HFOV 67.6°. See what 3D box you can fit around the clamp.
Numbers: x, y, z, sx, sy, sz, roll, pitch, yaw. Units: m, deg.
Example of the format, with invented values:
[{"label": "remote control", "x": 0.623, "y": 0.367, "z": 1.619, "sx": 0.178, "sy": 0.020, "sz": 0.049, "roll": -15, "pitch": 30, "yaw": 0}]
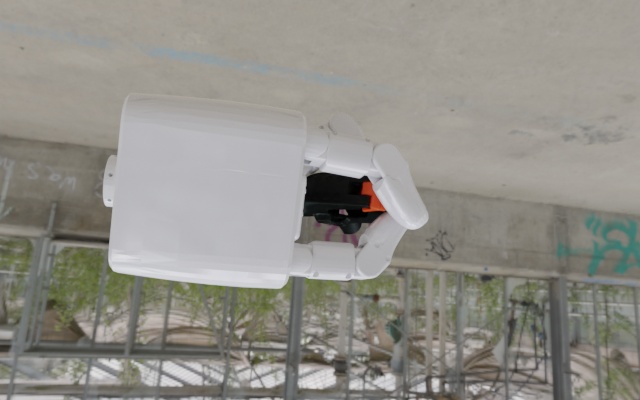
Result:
[{"label": "clamp", "x": 0.000, "y": 0.002, "z": 0.402, "sx": 0.120, "sy": 0.039, "sz": 0.171, "roll": 6, "pitch": -12, "yaw": -13}]
